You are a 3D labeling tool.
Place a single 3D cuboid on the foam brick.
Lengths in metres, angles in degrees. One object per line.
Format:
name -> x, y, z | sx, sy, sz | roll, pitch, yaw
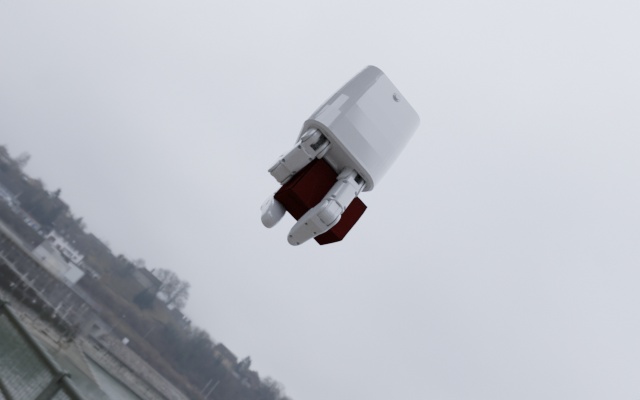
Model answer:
foam brick -> 0.000, 0.002, 0.507 | 0.051, 0.078, 0.053 | -49, 14, -25
